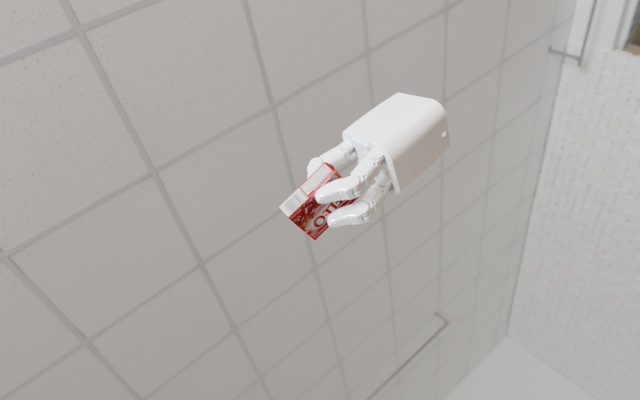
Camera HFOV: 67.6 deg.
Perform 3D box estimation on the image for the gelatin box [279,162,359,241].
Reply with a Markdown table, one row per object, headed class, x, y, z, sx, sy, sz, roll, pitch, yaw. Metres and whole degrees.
| class | x | y | z | sx | sy | sz | roll | pitch | yaw |
| --- | --- | --- | --- | --- | --- | --- | --- | --- | --- |
| gelatin box | 0.000 | 0.002 | 0.640 | 0.030 | 0.089 | 0.073 | 47 | 2 | 41 |
